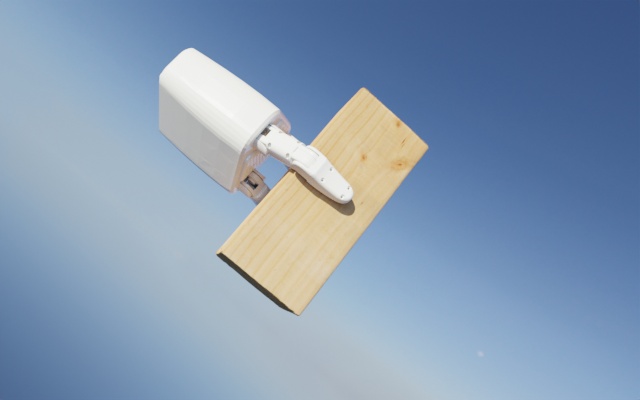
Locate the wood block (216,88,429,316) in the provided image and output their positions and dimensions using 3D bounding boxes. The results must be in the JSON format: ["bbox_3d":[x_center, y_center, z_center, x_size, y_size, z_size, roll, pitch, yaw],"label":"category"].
[{"bbox_3d":[0.000,0.001,0.475,0.090,0.206,0.091,41,-15,-7],"label":"wood block"}]
